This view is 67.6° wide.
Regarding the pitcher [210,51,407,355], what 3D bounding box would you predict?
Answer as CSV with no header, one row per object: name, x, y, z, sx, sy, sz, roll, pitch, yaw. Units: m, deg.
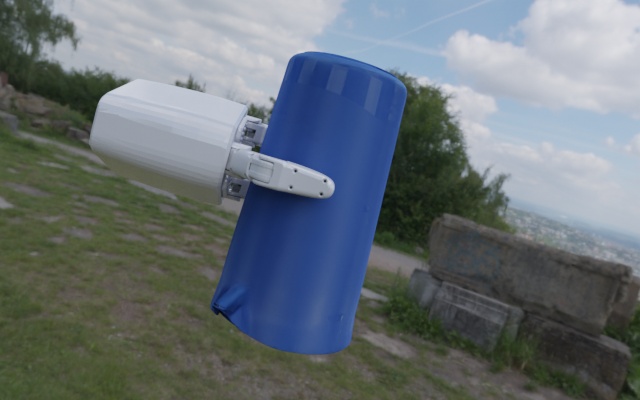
pitcher,0.000,0.001,0.439,0.145,0.243,0.149,15,6,-7
